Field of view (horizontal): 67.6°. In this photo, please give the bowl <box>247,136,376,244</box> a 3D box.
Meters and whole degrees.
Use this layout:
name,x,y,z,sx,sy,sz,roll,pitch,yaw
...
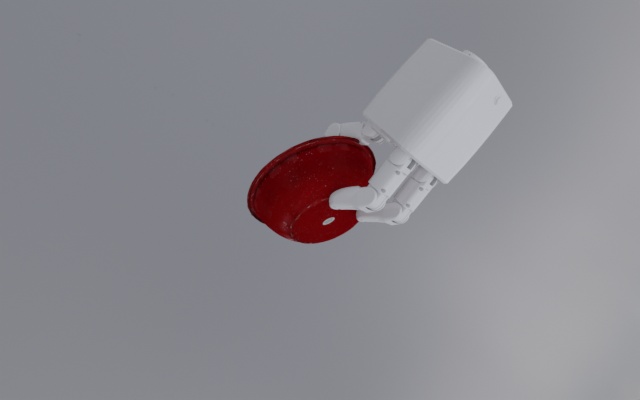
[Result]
name,x,y,z,sx,sy,sz,roll,pitch,yaw
bowl,-0.001,0.003,0.553,0.162,0.055,0.162,-17,-33,-11
